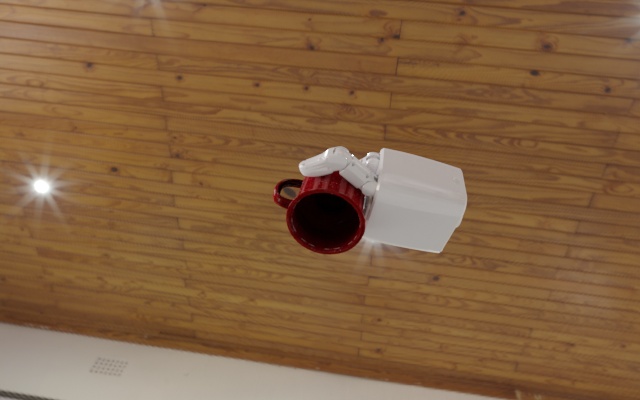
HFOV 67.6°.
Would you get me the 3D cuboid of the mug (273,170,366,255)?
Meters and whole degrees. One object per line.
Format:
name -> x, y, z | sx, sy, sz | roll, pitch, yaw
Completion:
mug -> -0.001, 0.002, 0.584 | 0.117, 0.093, 0.081 | 14, 34, 1
